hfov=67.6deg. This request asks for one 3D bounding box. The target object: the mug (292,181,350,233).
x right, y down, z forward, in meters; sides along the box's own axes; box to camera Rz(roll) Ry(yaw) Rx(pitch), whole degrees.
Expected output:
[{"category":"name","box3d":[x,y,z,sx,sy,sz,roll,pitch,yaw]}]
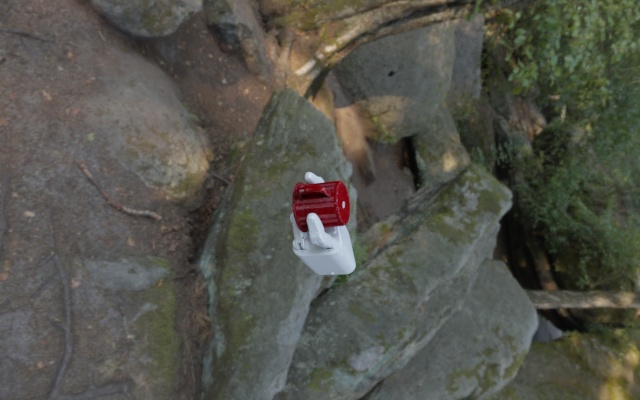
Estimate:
[{"category":"mug","box3d":[0.000,0.002,0.848,0.081,0.093,0.117,-6,-31,19]}]
